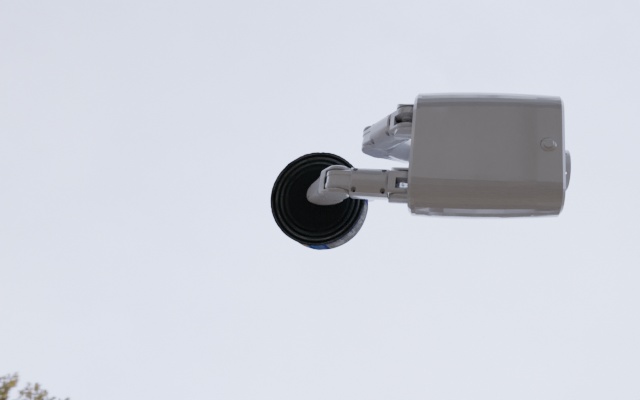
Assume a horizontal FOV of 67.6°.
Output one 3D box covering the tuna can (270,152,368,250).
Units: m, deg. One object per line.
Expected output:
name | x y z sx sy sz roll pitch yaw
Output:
tuna can | 0.000 0.002 0.436 0.086 0.086 0.034 0 -15 13
